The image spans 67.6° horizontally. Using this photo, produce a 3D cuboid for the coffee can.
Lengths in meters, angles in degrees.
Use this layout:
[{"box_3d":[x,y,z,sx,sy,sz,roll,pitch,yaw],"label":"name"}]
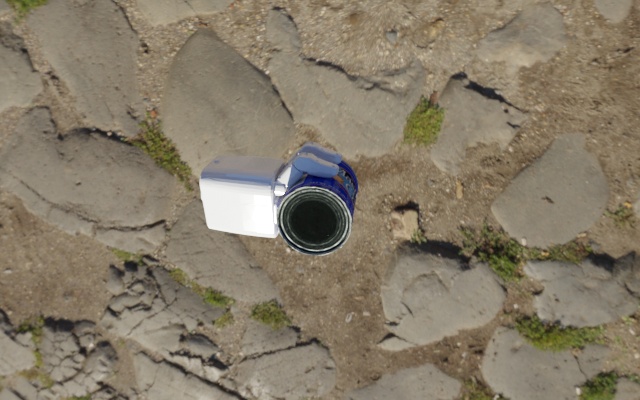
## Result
[{"box_3d":[0.000,0.002,0.698,0.103,0.103,0.140,0,22,8],"label":"coffee can"}]
